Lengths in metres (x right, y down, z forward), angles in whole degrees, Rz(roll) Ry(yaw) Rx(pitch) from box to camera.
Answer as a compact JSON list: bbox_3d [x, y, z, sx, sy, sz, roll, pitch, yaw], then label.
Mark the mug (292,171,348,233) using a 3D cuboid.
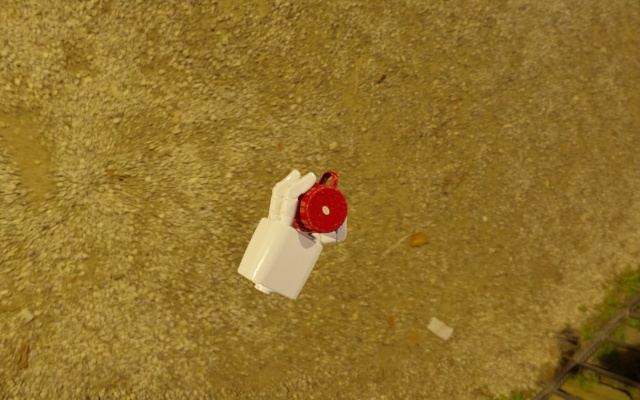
[{"bbox_3d":[0.001,0.001,0.834,0.093,0.117,0.081,29,-9,-24],"label":"mug"}]
